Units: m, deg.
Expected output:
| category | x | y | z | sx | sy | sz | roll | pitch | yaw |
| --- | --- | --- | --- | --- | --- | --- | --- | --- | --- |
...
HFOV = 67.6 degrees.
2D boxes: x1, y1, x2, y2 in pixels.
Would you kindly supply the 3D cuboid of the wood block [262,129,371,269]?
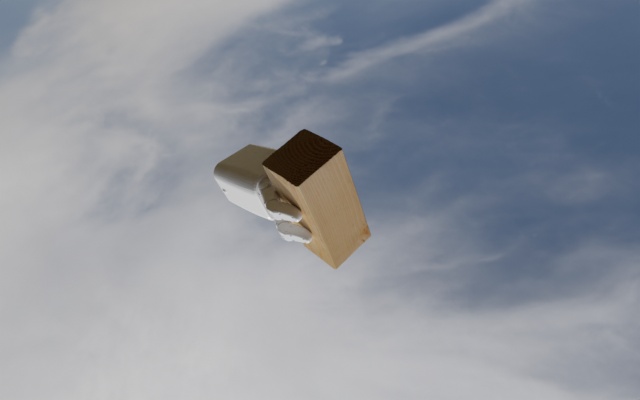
| category | x | y | z | sx | sy | sz | roll | pitch | yaw |
| --- | --- | --- | --- | --- | --- | --- | --- | --- | --- |
| wood block | 0.000 | 0.002 | 0.755 | 0.090 | 0.091 | 0.206 | 33 | -23 | 39 |
